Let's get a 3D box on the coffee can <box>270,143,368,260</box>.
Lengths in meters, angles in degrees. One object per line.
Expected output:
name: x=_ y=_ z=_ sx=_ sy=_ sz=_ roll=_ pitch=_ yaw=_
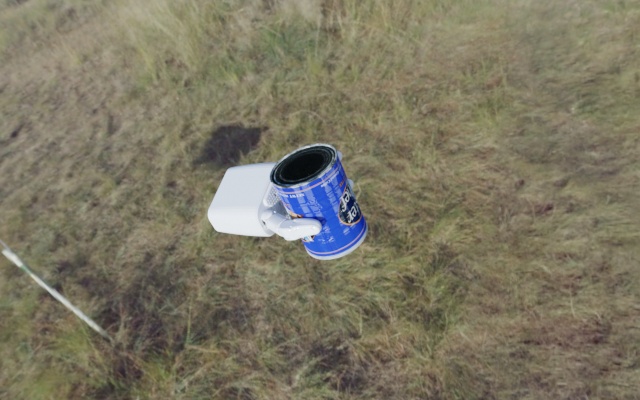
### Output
coffee can: x=0.000 y=0.002 z=0.703 sx=0.103 sy=0.140 sz=0.102 roll=-17 pitch=33 yaw=12
